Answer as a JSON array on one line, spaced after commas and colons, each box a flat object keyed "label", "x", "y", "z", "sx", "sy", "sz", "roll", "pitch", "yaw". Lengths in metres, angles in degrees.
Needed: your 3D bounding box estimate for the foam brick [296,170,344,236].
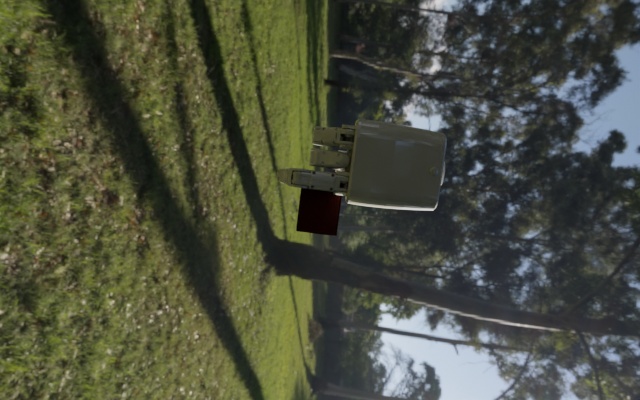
[{"label": "foam brick", "x": 0.000, "y": 0.002, "z": 0.597, "sx": 0.051, "sy": 0.078, "sz": 0.053, "roll": 7, "pitch": 4, "yaw": 0}]
